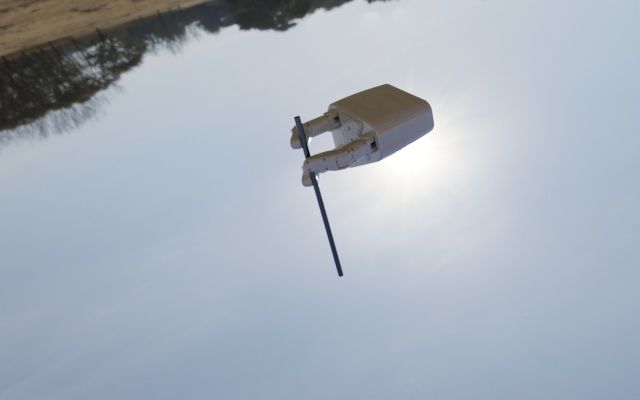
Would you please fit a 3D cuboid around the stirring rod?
[{"bbox_3d":[0.000,0.002,0.643,0.011,0.240,0.011,-13,24,6],"label":"stirring rod"}]
